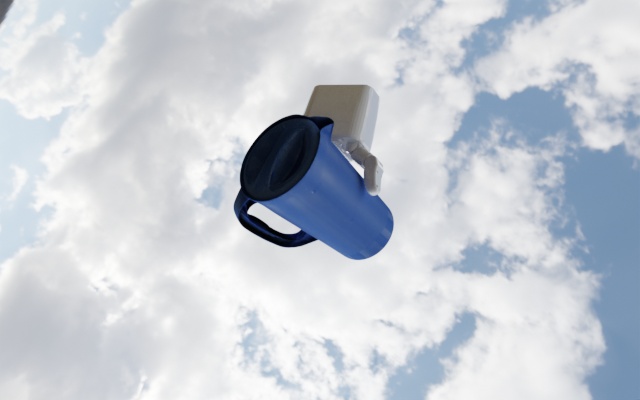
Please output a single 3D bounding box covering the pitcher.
[{"bbox_3d":[0.000,0.002,0.699,0.149,0.145,0.243,-7,-32,36],"label":"pitcher"}]
